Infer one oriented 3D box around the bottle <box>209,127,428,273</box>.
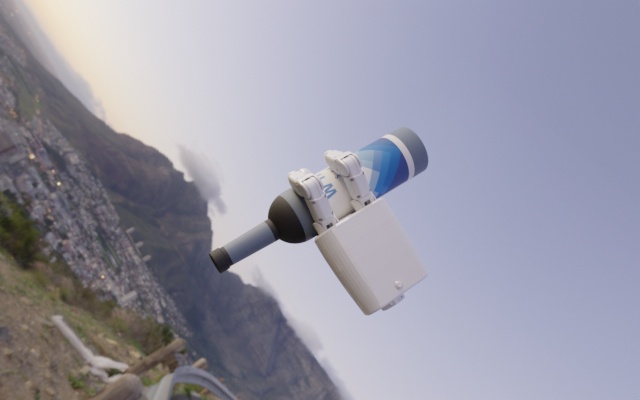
[{"bbox_3d":[0.000,0.002,0.590,0.295,0.069,0.069,-30,10,-18],"label":"bottle"}]
